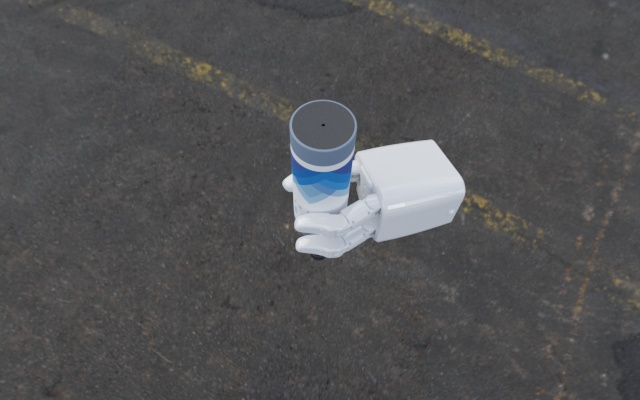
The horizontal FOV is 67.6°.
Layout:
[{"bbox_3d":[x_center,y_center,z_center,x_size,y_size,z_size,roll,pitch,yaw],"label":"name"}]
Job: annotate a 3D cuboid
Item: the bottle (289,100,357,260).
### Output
[{"bbox_3d":[0.000,0.002,0.592,0.069,0.069,0.296,0,-31,-1],"label":"bottle"}]
